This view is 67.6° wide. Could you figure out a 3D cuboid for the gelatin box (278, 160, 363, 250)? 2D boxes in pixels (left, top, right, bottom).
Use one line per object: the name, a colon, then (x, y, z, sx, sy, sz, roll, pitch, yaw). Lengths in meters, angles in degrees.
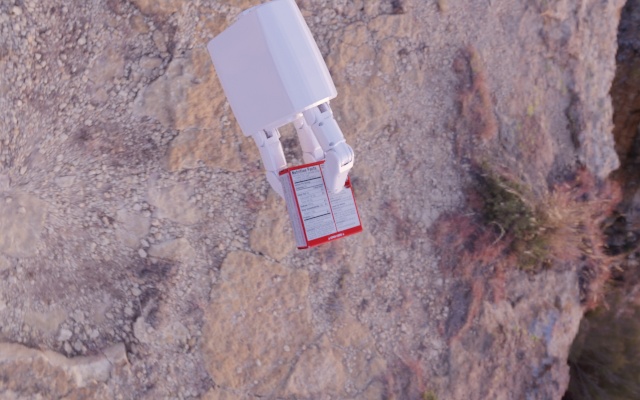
gelatin box: (0.000, 0.002, 0.525, 0.073, 0.089, 0.030, -15, 0, -30)
